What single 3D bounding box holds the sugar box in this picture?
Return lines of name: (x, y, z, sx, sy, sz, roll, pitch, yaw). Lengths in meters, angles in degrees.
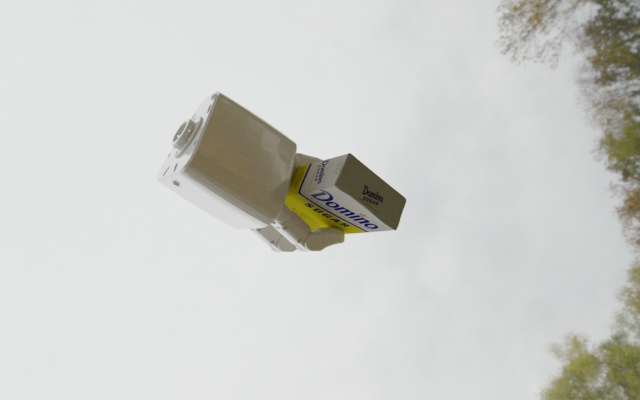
sugar box: (0.000, 0.002, 0.544, 0.093, 0.048, 0.176, 35, -24, -29)
